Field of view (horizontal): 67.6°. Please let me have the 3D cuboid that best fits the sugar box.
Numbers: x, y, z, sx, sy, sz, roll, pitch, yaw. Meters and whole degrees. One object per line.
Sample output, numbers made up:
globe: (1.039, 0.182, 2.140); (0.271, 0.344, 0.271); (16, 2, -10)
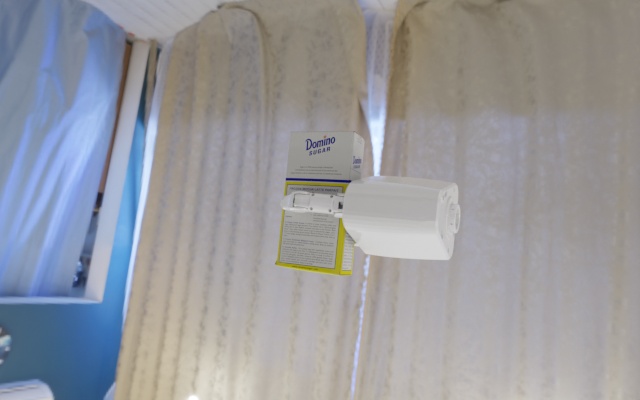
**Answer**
sugar box: (0.000, 0.002, 0.606); (0.093, 0.176, 0.048); (4, -8, 26)
